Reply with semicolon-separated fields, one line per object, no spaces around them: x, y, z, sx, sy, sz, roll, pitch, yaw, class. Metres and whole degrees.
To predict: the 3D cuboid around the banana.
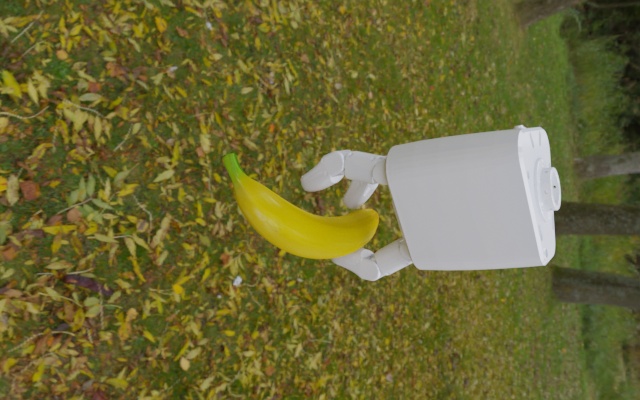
-0.004;0.018;0.423;0.037;0.069;0.198;-9;-22;39;banana
